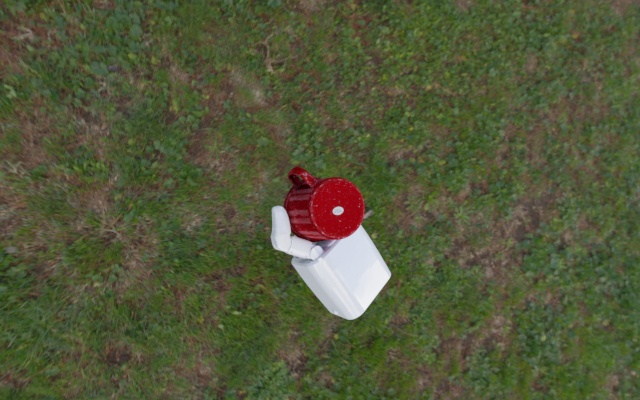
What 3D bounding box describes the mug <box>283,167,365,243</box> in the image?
[{"bbox_3d":[-0.001,0.001,0.641,0.093,0.117,0.081,-41,14,-20],"label":"mug"}]
